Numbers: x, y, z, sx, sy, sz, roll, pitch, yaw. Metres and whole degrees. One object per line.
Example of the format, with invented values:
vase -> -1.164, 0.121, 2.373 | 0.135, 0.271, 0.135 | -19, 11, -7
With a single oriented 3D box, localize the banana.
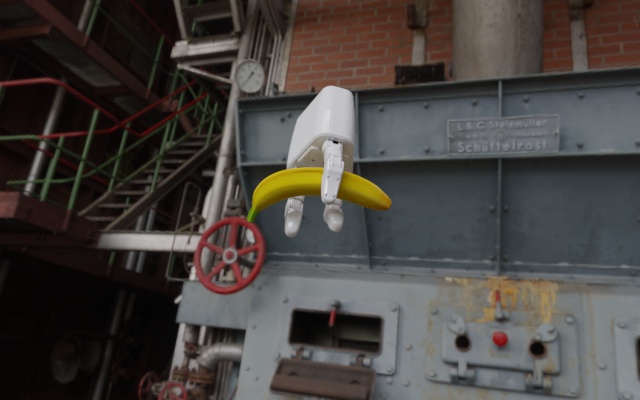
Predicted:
banana -> -0.005, -0.013, 0.637 | 0.198, 0.070, 0.037 | -4, 35, 6
